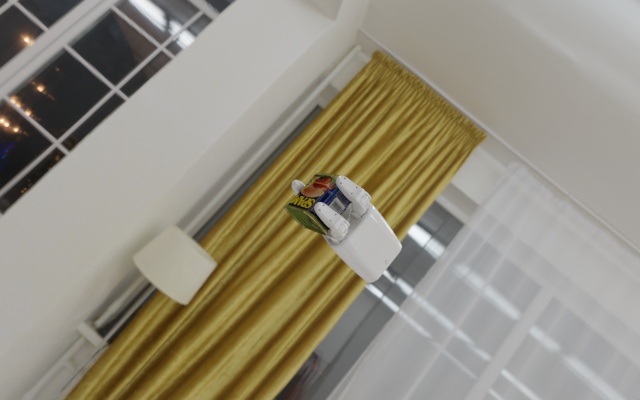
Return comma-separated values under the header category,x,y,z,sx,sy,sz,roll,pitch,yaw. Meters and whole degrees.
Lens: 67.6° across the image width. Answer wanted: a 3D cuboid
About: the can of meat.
category,x,y,z,sx,sy,sz,roll,pitch,yaw
can of meat,0.000,0.002,0.781,0.057,0.084,0.102,48,-16,-25
